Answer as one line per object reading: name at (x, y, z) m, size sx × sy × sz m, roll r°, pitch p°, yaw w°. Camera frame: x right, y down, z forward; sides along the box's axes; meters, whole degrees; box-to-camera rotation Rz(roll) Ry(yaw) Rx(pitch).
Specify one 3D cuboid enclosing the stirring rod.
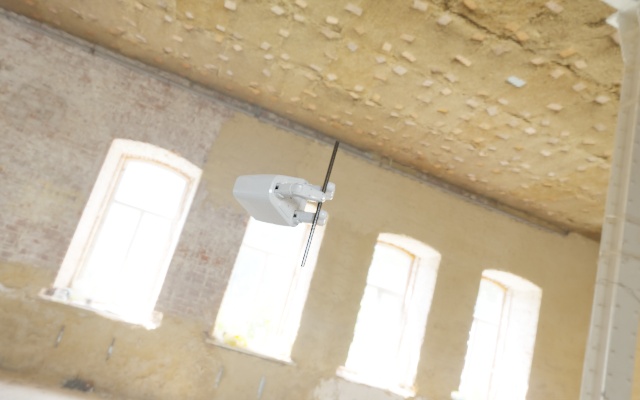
stirring rod at (0.000, 0.003, 0.857) m, size 0.011 × 0.239 × 0.011 m, roll 15°, pitch -15°, yaw 4°
